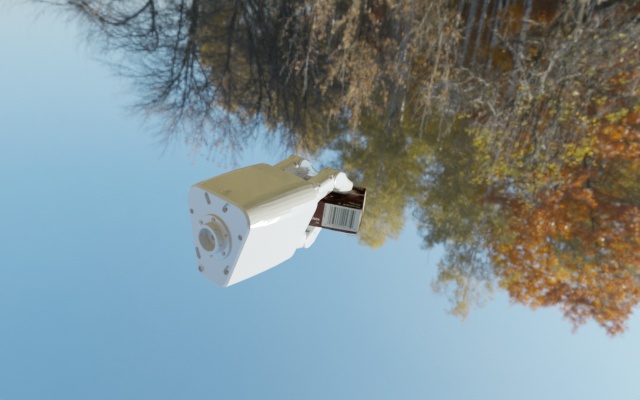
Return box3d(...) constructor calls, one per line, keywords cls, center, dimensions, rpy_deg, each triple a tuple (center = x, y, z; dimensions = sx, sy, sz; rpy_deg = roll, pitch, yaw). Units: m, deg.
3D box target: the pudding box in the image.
box3d(cls="pudding box", center=(0.000, 0.002, 0.617), dimensions=(0.113, 0.039, 0.090), rpy_deg=(13, 20, 4))
